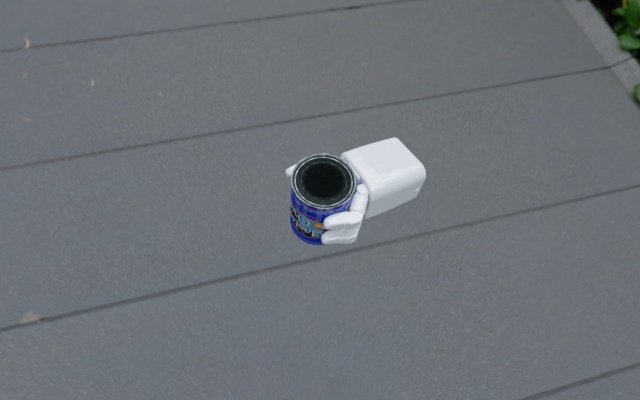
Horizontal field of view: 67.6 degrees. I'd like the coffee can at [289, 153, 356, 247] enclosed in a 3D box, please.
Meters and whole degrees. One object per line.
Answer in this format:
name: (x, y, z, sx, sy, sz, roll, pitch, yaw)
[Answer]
coffee can: (0.000, 0.003, 0.798, 0.103, 0.102, 0.140, 0, -29, -5)
